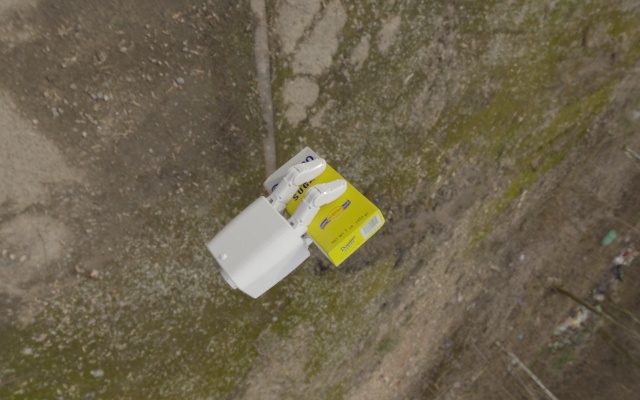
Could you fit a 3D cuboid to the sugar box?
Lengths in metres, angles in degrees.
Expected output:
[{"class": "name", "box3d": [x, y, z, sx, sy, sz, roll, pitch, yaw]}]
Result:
[{"class": "sugar box", "box3d": [0.000, 0.002, 0.686, 0.176, 0.093, 0.048, 44, -10, 35]}]
